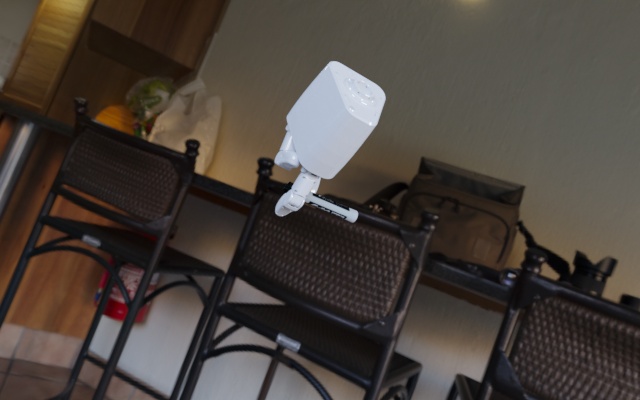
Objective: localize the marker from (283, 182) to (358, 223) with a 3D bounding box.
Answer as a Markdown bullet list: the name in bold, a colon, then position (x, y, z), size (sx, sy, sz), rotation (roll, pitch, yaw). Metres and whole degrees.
- **marker**: position (0.000, 0.002, 0.687), size (0.121, 0.020, 0.020), rotation (24, -10, -23)
